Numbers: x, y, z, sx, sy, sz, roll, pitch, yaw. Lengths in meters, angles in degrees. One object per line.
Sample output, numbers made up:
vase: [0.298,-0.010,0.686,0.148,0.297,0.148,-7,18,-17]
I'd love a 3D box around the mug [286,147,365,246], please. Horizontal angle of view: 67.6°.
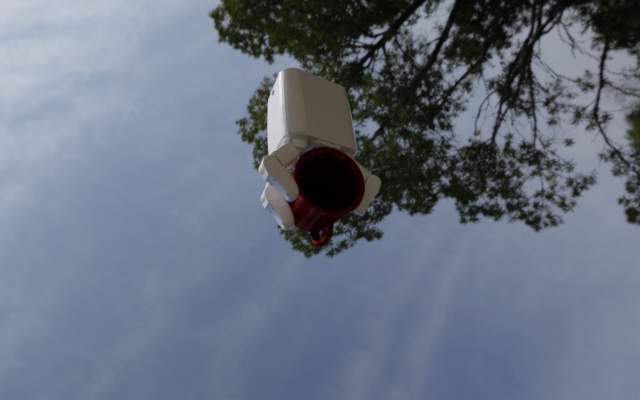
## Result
mug: [0.000,0.003,0.612,0.093,0.117,0.081,4,-25,-20]
